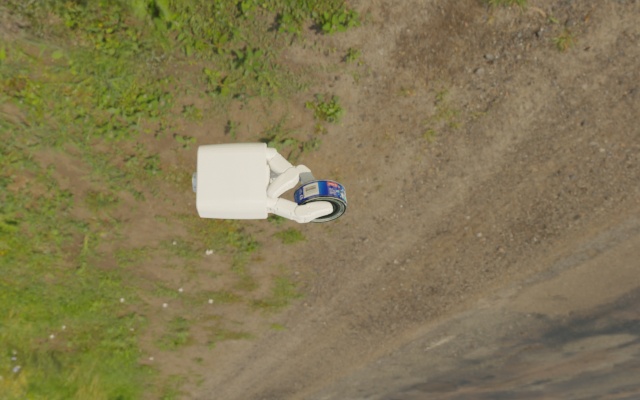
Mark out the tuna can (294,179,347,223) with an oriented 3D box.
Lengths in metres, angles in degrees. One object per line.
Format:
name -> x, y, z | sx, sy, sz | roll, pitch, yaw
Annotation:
tuna can -> 0.000, 0.003, 0.776 | 0.086, 0.033, 0.086 | -5, -31, -3
